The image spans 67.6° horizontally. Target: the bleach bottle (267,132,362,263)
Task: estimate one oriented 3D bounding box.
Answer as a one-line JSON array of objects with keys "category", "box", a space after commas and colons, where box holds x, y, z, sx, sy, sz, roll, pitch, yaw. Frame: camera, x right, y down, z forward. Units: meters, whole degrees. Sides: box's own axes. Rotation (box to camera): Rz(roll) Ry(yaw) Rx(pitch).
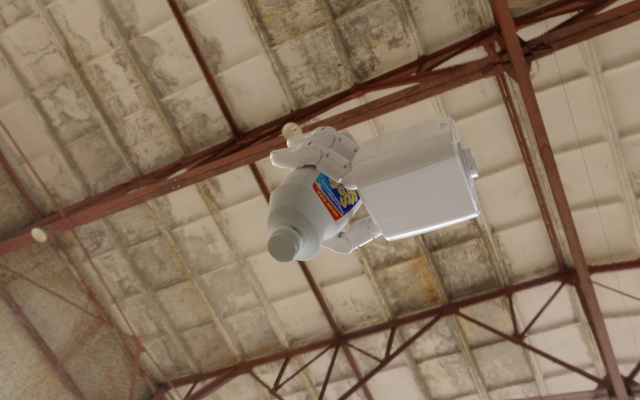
[{"category": "bleach bottle", "box": [0.000, 0.002, 0.547, 0.068, 0.102, 0.250, -18, 18, 23]}]
